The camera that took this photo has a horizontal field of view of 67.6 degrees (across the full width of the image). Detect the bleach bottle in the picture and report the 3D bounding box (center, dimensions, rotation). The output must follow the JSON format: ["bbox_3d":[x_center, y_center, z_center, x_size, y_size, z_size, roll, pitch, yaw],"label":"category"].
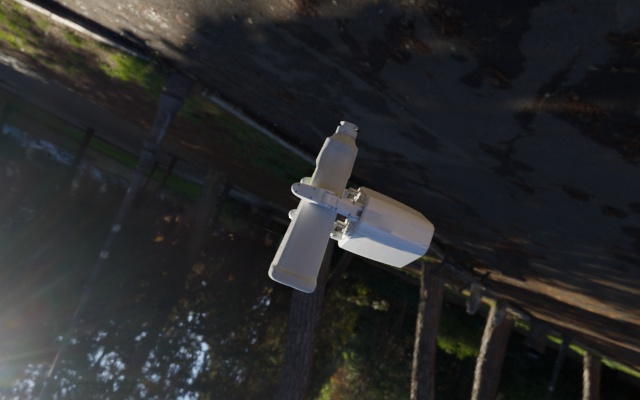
[{"bbox_3d":[0.000,0.002,0.695,0.068,0.251,0.102,22,-6,-5],"label":"bleach bottle"}]
